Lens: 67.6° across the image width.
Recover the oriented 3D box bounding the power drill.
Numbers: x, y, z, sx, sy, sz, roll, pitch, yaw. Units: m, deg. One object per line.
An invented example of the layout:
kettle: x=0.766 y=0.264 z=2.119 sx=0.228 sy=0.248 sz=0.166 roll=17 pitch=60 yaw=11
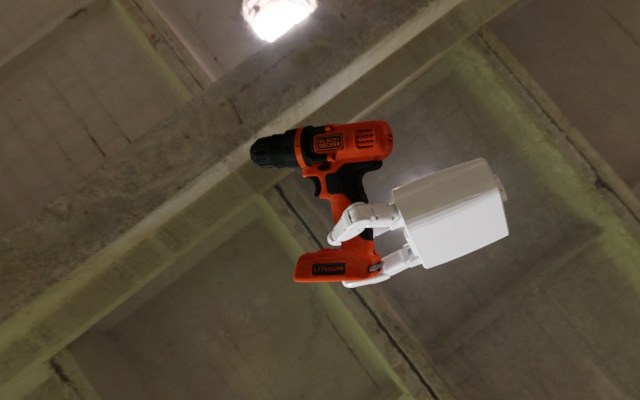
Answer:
power drill: x=0.000 y=0.002 z=0.576 sx=0.184 sy=0.187 sz=0.057 roll=-4 pitch=1 yaw=25
